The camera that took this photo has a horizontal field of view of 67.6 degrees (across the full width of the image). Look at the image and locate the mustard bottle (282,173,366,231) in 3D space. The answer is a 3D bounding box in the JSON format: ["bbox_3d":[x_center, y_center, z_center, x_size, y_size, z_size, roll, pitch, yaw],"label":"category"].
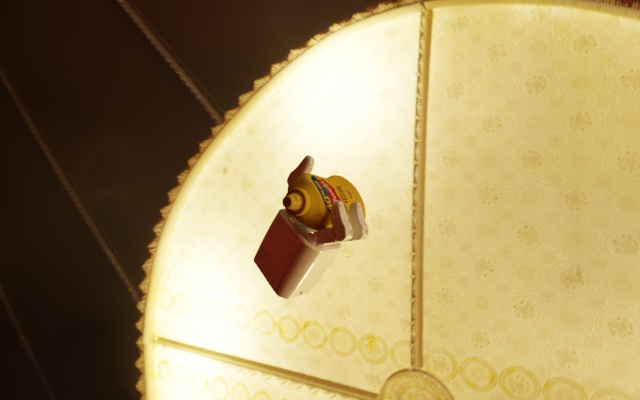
[{"bbox_3d":[0.000,0.002,0.764,0.058,0.096,0.191,-34,-17,27],"label":"mustard bottle"}]
